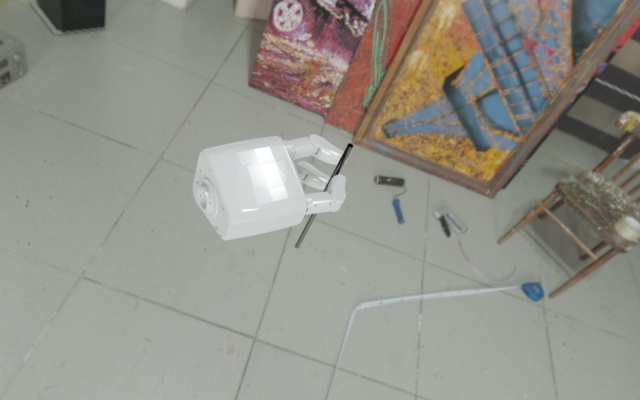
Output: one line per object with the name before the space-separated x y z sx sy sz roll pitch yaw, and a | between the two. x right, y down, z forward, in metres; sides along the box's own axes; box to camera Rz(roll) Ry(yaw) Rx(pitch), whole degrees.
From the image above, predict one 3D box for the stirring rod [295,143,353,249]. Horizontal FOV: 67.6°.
stirring rod | 0.000 0.002 0.710 0.011 0.011 0.240 0 -38 -24
